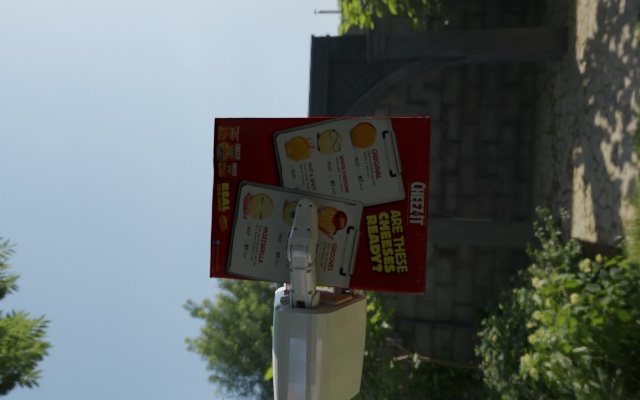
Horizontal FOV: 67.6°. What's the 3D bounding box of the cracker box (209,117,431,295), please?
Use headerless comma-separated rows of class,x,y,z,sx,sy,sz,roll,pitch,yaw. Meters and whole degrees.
cracker box,0.000,0.002,0.484,0.213,0.164,0.072,2,1,12
